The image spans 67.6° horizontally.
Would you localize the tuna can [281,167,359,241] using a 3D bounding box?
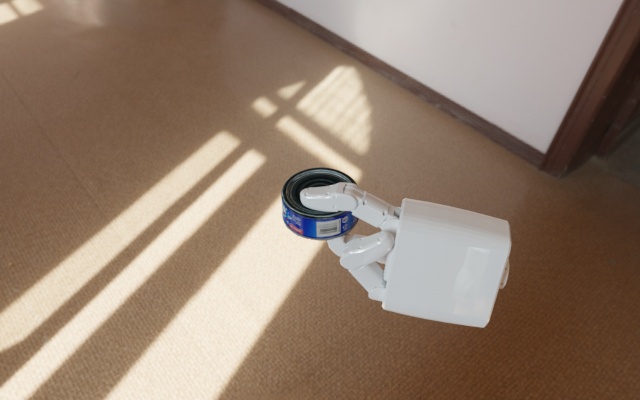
[{"bbox_3d":[0.000,0.001,0.517,0.086,0.034,0.086,0,41,0],"label":"tuna can"}]
